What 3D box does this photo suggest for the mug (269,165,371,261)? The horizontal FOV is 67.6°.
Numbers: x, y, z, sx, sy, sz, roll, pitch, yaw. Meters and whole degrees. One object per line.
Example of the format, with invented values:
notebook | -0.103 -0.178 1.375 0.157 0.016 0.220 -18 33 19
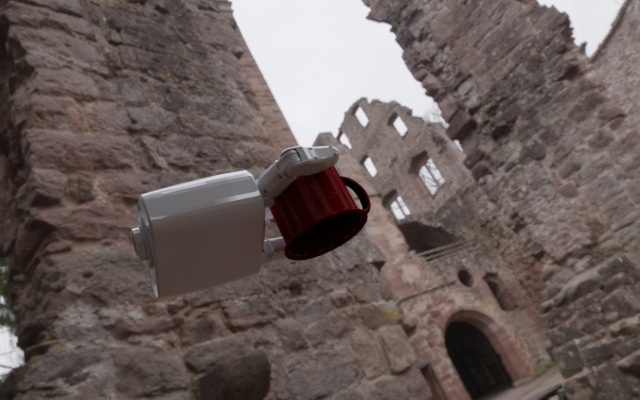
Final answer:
mug | 0.001 0.001 0.504 0.117 0.081 0.093 -13 -28 -29
